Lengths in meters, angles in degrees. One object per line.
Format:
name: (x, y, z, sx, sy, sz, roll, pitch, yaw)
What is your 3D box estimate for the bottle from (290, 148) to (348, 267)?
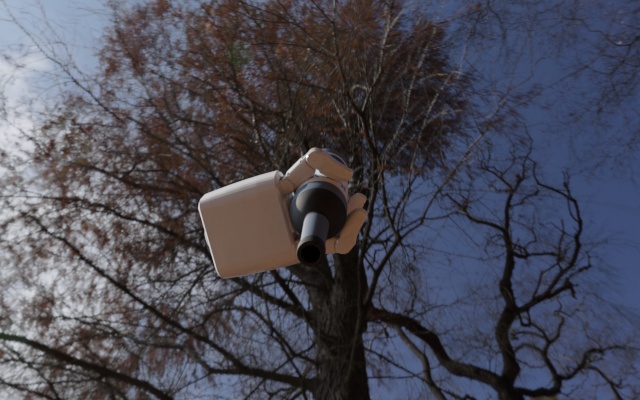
bottle: (0.000, 0.002, 0.589, 0.069, 0.069, 0.295, 0, 20, 4)
